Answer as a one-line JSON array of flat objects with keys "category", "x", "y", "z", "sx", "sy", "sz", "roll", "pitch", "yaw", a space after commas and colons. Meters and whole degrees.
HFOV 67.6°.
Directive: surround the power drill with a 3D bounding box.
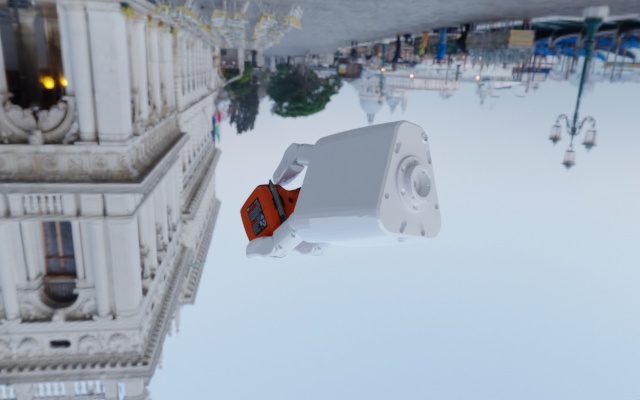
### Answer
[{"category": "power drill", "x": 0.000, "y": 0.002, "z": 0.590, "sx": 0.187, "sy": 0.057, "sz": 0.184, "roll": -17, "pitch": -12, "yaw": -26}]
